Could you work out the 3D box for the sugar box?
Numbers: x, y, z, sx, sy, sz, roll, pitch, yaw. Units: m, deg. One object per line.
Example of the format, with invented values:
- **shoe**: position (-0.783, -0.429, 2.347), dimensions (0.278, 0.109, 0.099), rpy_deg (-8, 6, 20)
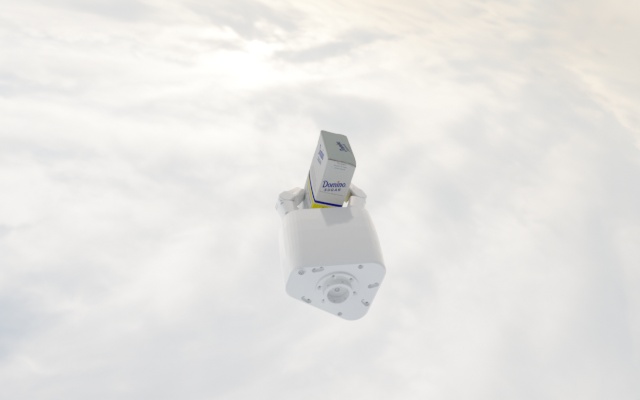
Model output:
- **sugar box**: position (0.001, 0.002, 0.663), dimensions (0.048, 0.176, 0.093), rpy_deg (13, 30, -14)
